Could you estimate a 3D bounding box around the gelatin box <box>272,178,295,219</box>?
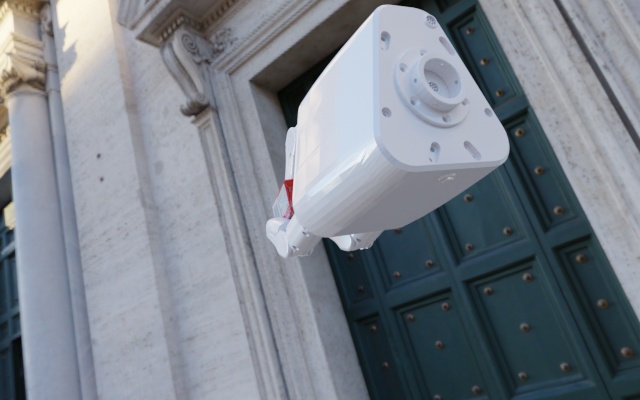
[{"bbox_3d":[0.000,0.001,0.423,0.073,0.030,0.089,-10,-12,-15],"label":"gelatin box"}]
